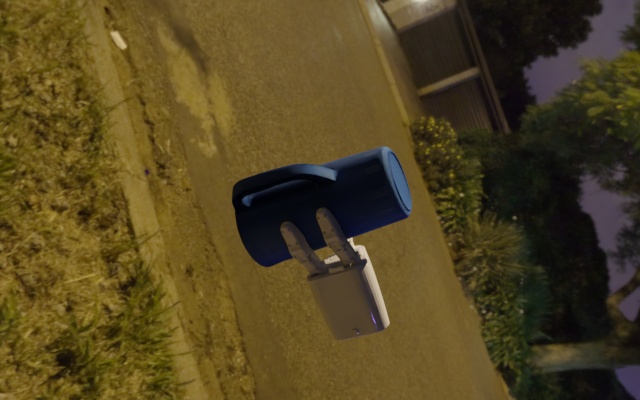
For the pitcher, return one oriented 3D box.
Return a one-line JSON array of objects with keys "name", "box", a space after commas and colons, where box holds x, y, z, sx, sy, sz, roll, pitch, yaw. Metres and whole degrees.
[{"name": "pitcher", "box": [0.000, 0.002, 0.703, 0.243, 0.145, 0.149, -18, 7, 20]}]
